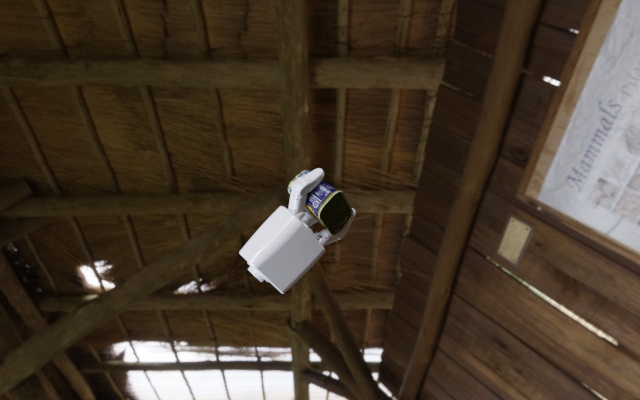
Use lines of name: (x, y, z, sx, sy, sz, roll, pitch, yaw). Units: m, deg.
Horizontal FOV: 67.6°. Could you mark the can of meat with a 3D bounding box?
can of meat: (0.000, 0.002, 0.820, 0.084, 0.057, 0.102, 36, -10, 32)
